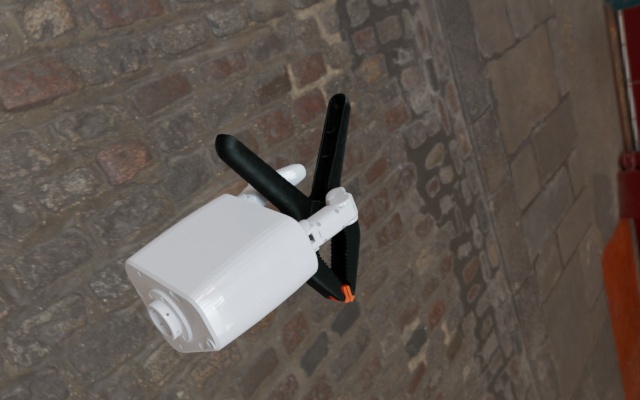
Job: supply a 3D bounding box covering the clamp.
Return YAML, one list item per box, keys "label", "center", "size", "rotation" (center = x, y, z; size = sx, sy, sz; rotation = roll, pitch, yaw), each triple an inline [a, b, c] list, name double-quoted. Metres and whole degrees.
- label: "clamp"
  center: [0.001, 0.002, 0.478]
  size: [0.036, 0.210, 0.164]
  rotation: [0, 29, 48]
